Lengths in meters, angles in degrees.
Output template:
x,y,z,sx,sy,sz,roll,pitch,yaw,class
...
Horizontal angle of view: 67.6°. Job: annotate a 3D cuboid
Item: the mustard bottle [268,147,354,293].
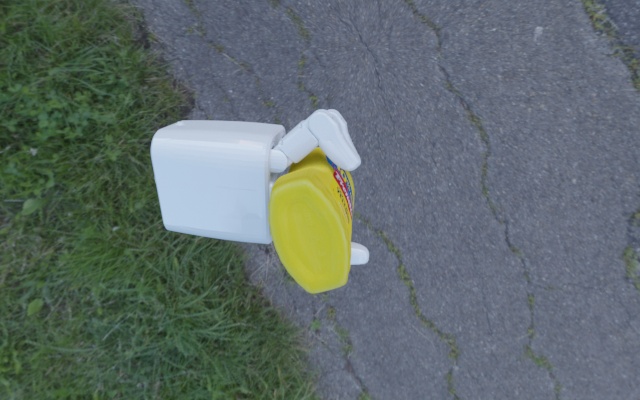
x,y,z,sx,sy,sz,roll,pitch,yaw,class
0.000,0.002,0.450,0.058,0.096,0.191,-18,15,11,mustard bottle
